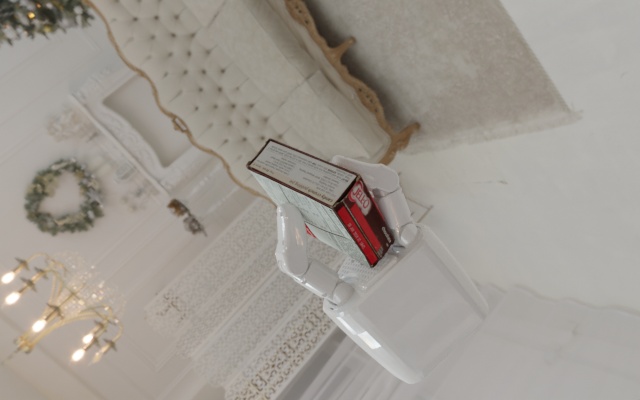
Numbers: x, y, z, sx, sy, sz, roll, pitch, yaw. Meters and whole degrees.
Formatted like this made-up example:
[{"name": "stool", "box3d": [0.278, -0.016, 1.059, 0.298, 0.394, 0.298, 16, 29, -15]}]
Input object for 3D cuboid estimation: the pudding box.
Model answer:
[{"name": "pudding box", "box3d": [0.000, 0.001, 0.405, 0.113, 0.039, 0.090, 24, -23, 40]}]
